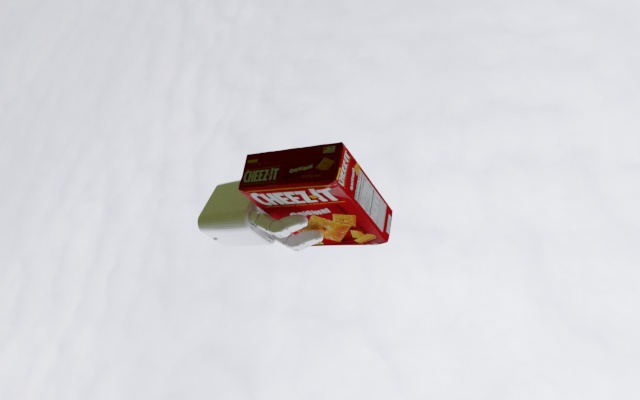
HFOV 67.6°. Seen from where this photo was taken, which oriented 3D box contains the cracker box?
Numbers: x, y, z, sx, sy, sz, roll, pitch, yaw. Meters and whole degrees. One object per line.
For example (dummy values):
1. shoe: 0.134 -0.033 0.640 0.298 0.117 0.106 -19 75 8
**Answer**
1. cracker box: 0.000 0.002 0.752 0.164 0.072 0.214 -4 -29 28
